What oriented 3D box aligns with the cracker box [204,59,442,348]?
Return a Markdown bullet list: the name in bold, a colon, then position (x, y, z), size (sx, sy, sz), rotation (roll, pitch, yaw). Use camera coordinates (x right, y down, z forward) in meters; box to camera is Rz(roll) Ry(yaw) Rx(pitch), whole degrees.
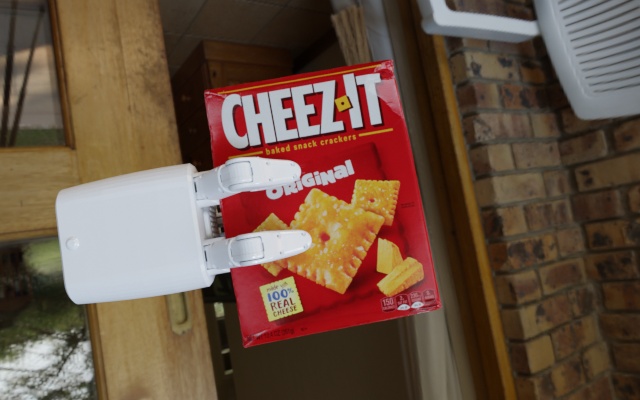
- **cracker box**: position (0.000, 0.002, 0.412), size (0.164, 0.213, 0.072), rotation (-10, -5, -1)
